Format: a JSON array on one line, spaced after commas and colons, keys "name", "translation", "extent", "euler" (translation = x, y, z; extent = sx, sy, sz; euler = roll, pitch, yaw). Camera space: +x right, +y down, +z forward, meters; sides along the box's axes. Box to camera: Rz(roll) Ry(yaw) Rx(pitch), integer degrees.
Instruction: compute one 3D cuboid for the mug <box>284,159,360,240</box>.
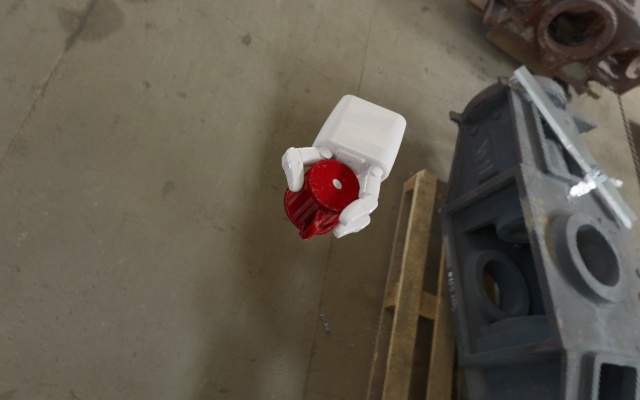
[{"name": "mug", "translation": [0.000, 0.003, 0.674], "extent": [0.093, 0.117, 0.081], "euler": [32, -33, -10]}]
